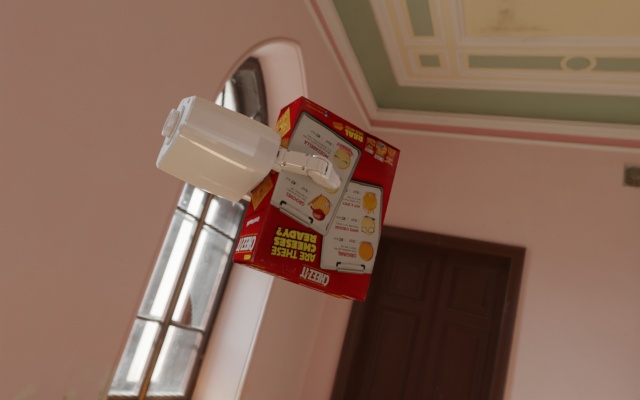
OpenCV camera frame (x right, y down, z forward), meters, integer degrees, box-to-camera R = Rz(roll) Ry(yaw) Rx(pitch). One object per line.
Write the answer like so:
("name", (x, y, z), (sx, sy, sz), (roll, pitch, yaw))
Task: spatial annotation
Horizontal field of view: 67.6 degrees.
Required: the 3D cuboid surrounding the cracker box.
("cracker box", (0.000, 0.002, 0.612), (0.164, 0.213, 0.072), (24, -18, -26))
